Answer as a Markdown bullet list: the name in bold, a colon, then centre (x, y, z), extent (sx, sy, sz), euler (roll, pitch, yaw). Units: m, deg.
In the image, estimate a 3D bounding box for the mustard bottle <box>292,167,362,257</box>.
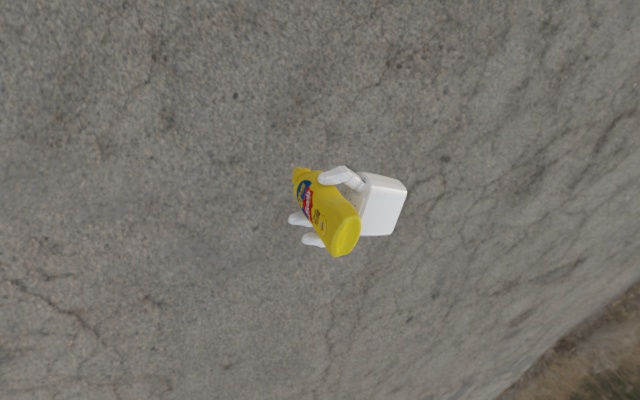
- **mustard bottle**: centre (0.000, 0.003, 0.848), extent (0.058, 0.096, 0.191), euler (-14, 47, -25)
